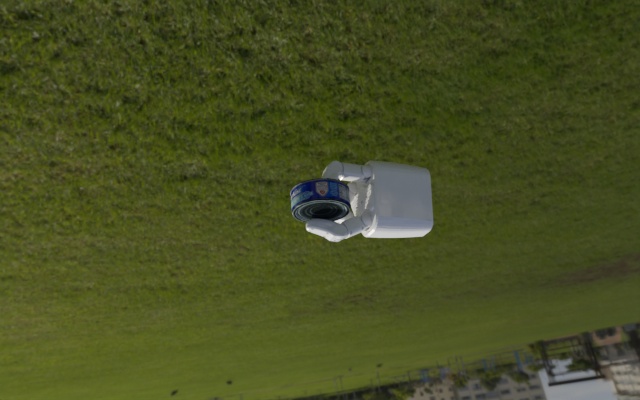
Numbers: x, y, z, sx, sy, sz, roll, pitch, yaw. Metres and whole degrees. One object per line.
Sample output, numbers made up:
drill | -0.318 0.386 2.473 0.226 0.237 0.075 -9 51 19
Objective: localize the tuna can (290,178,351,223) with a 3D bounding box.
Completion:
tuna can | 0.000 0.003 0.682 0.086 0.033 0.086 -3 -25 -2
